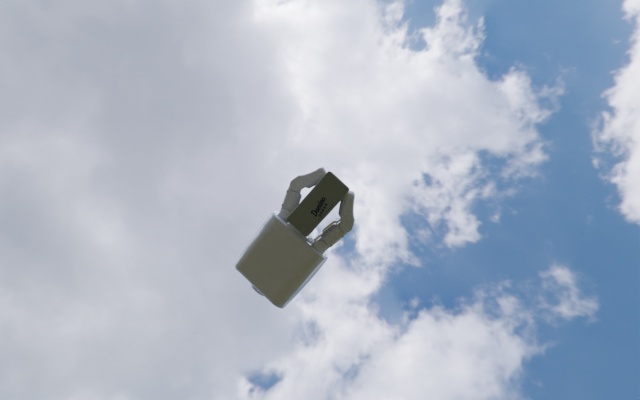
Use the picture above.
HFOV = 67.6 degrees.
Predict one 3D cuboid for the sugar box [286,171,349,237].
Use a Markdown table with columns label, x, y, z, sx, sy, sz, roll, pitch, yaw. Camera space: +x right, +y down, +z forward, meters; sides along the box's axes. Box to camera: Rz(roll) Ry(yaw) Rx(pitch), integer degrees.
| label | x | y | z | sx | sy | sz | roll | pitch | yaw |
| --- | --- | --- | --- | --- | --- | --- | --- | --- | --- |
| sugar box | 0.000 | 0.003 | 0.738 | 0.048 | 0.093 | 0.176 | 42 | 4 | -2 |
